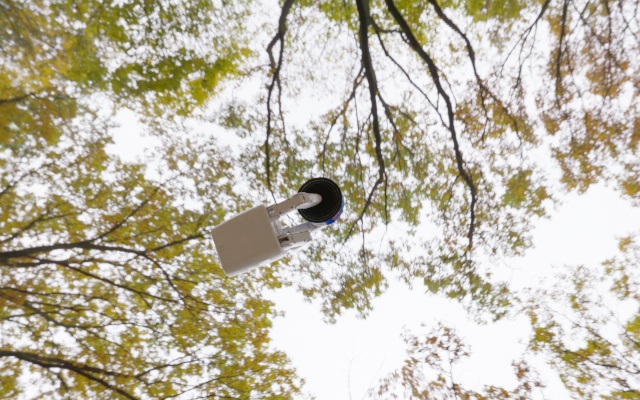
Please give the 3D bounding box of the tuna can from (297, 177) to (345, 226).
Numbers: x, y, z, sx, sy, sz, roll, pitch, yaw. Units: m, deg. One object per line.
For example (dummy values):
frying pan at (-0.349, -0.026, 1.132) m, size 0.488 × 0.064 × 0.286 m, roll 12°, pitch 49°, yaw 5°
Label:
tuna can at (0.000, 0.003, 0.864) m, size 0.086 × 0.086 × 0.034 m, roll 0°, pitch -15°, yaw 13°
